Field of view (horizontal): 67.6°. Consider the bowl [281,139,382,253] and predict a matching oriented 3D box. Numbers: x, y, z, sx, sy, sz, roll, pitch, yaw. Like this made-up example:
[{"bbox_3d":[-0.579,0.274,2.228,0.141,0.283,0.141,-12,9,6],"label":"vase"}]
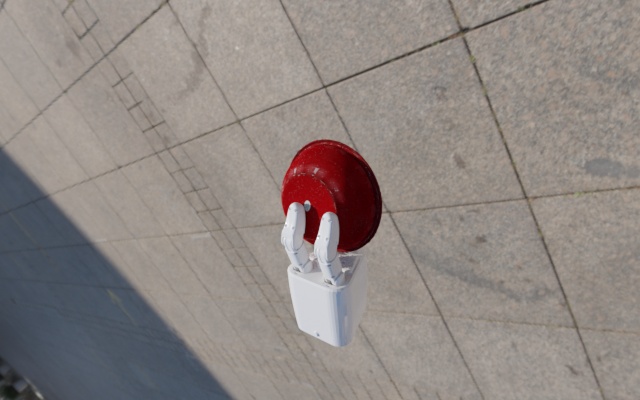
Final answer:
[{"bbox_3d":[0.000,0.001,0.639,0.162,0.162,0.055,0,15,39],"label":"bowl"}]
